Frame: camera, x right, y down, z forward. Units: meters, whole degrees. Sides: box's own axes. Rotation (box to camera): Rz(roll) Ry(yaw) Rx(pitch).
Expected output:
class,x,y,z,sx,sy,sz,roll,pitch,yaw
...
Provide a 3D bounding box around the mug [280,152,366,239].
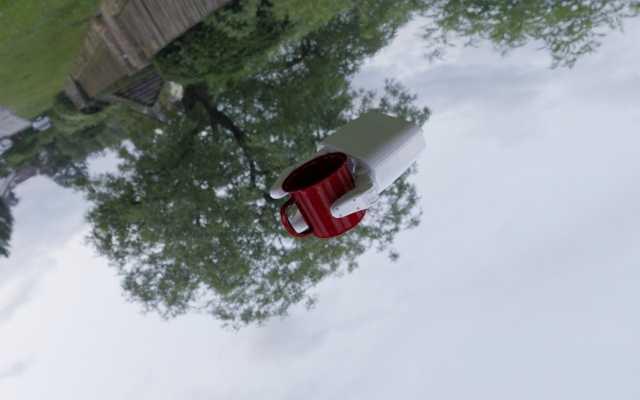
class,x,y,z,sx,sy,sz,roll,pitch,yaw
mug,-0.001,0.003,0.618,0.117,0.081,0.093,-39,25,-24
